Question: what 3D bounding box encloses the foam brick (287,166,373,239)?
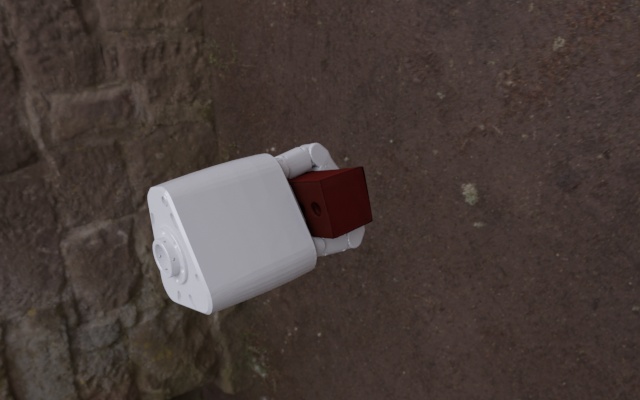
[{"bbox_3d":[0.000,0.001,0.438,0.051,0.053,0.078,-20,12,-38],"label":"foam brick"}]
